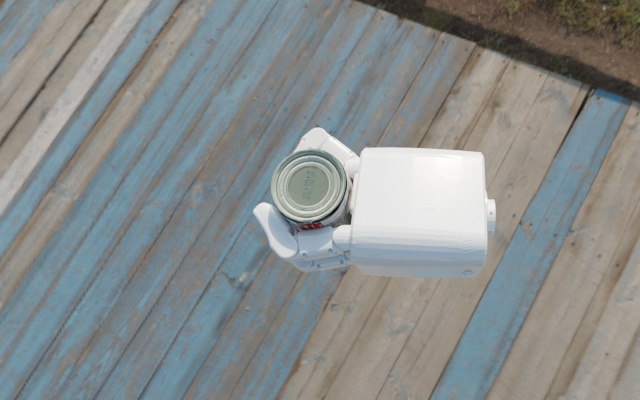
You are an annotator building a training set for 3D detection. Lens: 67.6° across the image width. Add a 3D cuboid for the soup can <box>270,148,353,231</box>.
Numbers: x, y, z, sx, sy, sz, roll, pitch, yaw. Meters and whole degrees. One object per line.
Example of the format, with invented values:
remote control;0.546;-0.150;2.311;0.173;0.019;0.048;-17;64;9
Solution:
soup can;0.000;0.001;0.442;0.068;0.068;0.102;0;-17;13
